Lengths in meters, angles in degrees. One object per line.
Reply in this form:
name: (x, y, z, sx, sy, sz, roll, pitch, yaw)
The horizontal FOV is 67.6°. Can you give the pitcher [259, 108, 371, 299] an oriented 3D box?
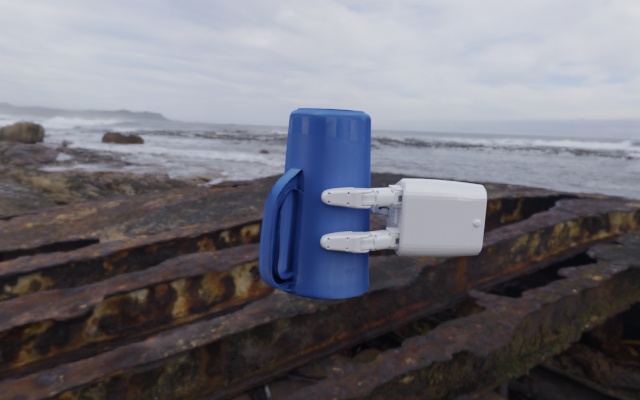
pitcher: (0.000, 0.002, 0.636, 0.145, 0.243, 0.149, 3, 9, -1)
